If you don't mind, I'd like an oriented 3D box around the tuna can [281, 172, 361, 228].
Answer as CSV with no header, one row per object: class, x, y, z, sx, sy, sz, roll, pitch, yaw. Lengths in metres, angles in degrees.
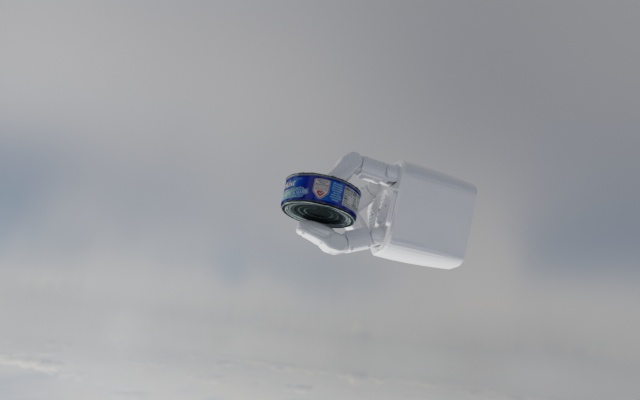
tuna can,0.000,0.002,0.525,0.086,0.033,0.086,11,-19,4
